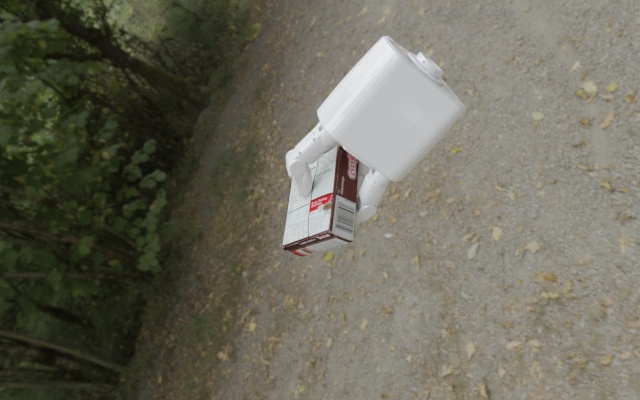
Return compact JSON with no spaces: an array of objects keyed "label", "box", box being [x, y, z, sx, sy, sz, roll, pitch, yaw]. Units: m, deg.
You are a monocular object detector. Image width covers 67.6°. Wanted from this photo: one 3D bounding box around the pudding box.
[{"label":"pudding box","box":[0.000,0.002,0.565,0.039,0.113,0.090,26,-31,-33]}]
